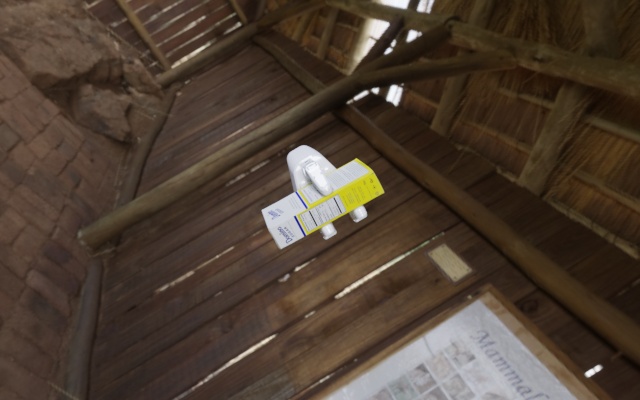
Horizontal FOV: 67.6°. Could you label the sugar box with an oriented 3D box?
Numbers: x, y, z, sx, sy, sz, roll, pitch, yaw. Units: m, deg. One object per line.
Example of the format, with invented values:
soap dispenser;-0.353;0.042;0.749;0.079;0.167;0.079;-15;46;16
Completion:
sugar box;0.000;0.003;0.732;0.176;0.048;0.093;-31;20;-2
